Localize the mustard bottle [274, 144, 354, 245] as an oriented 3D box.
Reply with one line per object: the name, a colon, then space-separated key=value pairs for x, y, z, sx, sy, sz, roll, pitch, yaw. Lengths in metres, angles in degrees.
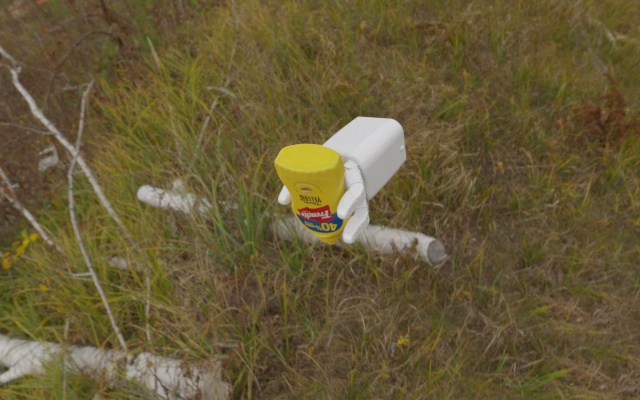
mustard bottle: x=0.000 y=0.002 z=0.727 sx=0.096 sy=0.058 sz=0.192 roll=6 pitch=-40 yaw=21
